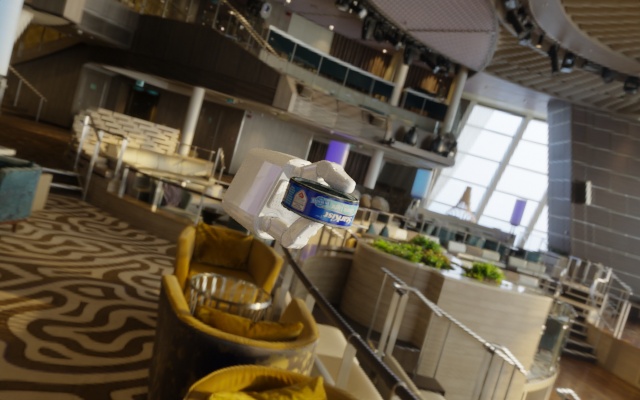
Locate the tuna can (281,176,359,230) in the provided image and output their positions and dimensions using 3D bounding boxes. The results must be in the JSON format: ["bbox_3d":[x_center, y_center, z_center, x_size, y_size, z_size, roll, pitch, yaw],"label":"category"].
[{"bbox_3d":[0.000,0.001,0.545,0.086,0.034,0.086,19,8,-3],"label":"tuna can"}]
